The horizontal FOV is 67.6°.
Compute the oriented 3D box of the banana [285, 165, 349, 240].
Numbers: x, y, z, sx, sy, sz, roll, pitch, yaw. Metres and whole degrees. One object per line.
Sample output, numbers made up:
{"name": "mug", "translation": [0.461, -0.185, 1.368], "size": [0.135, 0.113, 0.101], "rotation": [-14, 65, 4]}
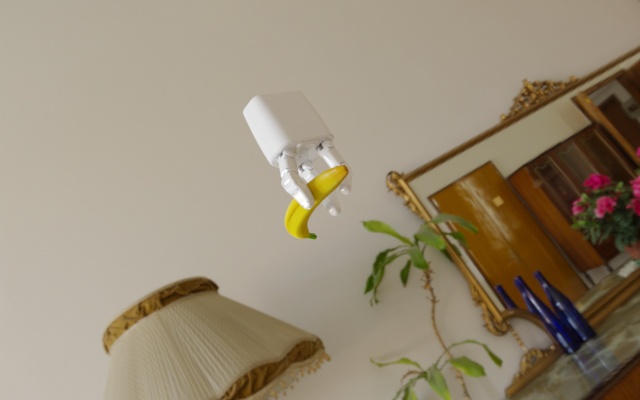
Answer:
{"name": "banana", "translation": [-0.017, 0.009, 0.752], "size": [0.069, 0.037, 0.198], "rotation": [-16, -27, -28]}
